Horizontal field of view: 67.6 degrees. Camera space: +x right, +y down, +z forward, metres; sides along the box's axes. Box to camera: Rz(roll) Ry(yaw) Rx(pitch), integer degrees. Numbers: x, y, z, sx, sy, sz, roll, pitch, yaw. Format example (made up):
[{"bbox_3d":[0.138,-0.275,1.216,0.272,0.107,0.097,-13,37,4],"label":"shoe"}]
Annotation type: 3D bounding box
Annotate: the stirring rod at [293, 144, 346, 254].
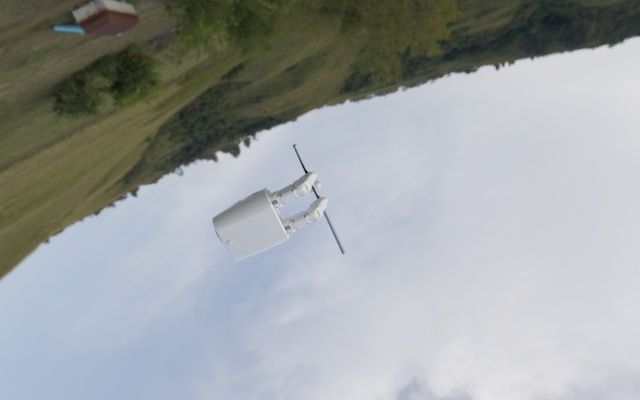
[{"bbox_3d":[0.000,0.003,0.883,0.011,0.240,0.011,-20,25,10],"label":"stirring rod"}]
